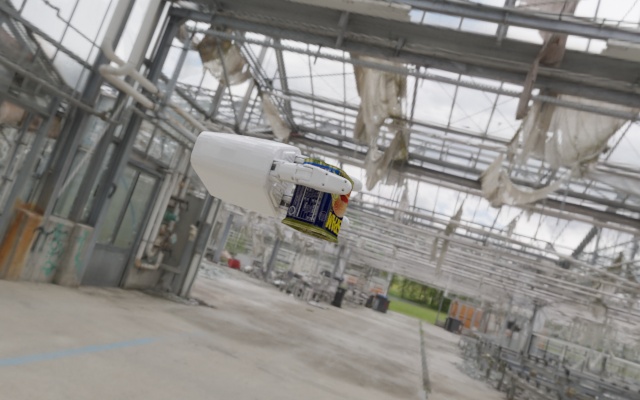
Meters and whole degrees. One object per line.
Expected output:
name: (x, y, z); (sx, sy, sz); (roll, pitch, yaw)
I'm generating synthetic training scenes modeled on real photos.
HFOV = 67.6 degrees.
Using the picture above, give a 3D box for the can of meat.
can of meat: (0.000, 0.002, 0.601); (0.057, 0.084, 0.102); (15, -8, 18)
